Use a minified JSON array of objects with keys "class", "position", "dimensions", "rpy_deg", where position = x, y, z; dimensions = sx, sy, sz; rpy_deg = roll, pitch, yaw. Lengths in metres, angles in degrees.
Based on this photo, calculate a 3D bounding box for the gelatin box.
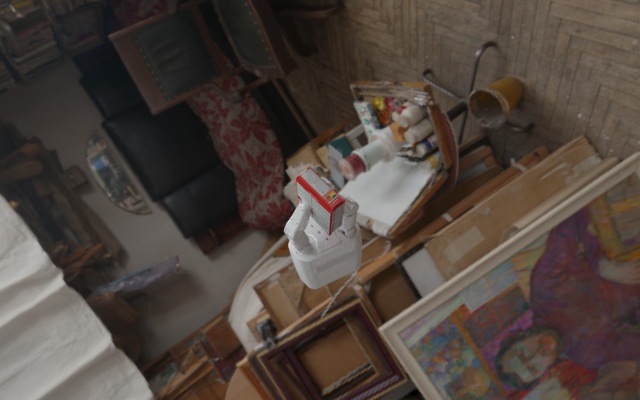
[{"class":"gelatin box","position":[0.000,0.002,0.689],"dimensions":[0.030,0.073,0.089],"rpy_deg":[-40,-19,-17]}]
